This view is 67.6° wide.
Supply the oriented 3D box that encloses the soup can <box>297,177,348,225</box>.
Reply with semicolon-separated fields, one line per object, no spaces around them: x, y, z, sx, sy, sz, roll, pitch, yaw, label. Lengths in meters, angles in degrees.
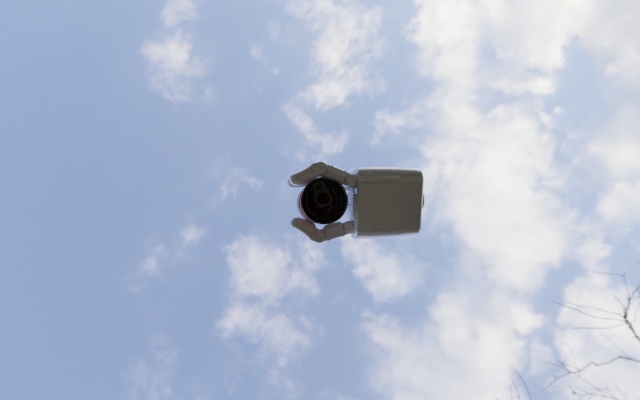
0.000;0.003;0.729;0.068;0.068;0.102;0;-2;-7;soup can
